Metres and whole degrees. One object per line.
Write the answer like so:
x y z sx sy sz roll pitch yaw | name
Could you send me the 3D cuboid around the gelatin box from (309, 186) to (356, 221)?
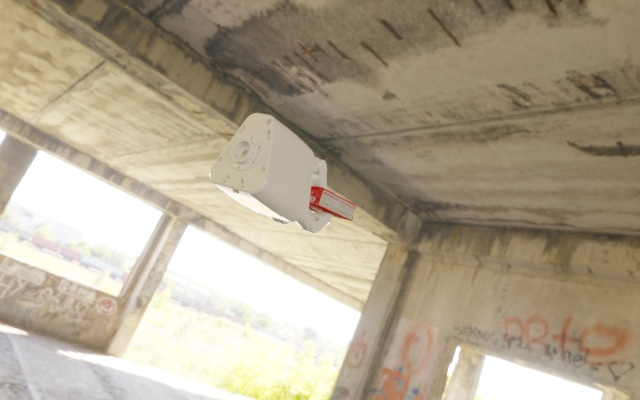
0.000 0.002 0.743 0.073 0.030 0.089 11 -10 43 | gelatin box
